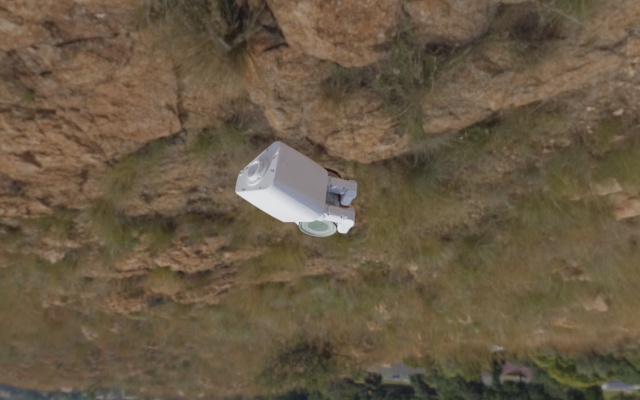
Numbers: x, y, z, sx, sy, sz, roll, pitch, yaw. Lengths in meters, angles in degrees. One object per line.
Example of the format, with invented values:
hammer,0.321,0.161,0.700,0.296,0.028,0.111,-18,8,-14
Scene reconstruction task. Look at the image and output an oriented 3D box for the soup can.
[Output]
soup can,0.000,0.003,0.830,0.068,0.102,0.068,5,-31,3
